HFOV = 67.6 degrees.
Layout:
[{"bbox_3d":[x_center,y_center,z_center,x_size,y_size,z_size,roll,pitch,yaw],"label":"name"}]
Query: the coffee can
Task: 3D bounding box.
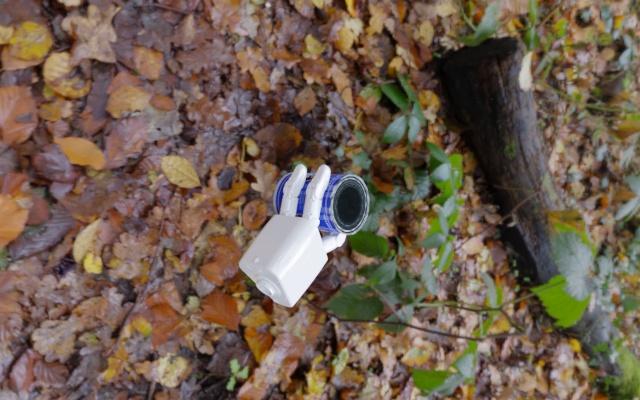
[{"bbox_3d":[0.000,0.003,0.846,0.140,0.103,0.103,5,3,43],"label":"coffee can"}]
